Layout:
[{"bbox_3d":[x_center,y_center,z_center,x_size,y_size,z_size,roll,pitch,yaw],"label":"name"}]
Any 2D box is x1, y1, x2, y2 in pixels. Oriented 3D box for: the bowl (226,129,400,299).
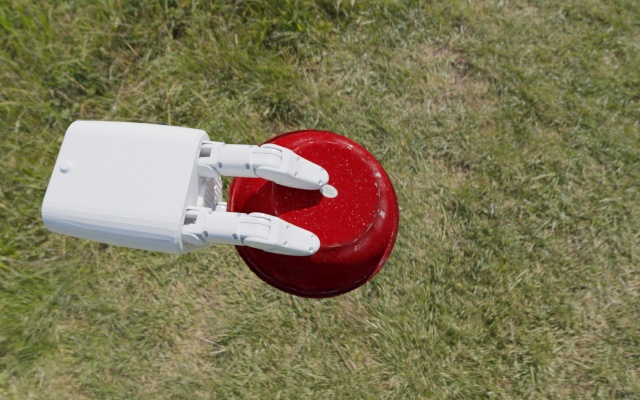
[{"bbox_3d":[0.001,0.001,0.416,0.162,0.162,0.055,0,-17,-11],"label":"bowl"}]
